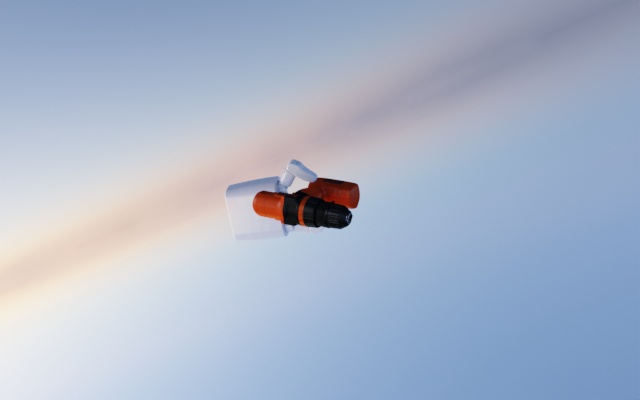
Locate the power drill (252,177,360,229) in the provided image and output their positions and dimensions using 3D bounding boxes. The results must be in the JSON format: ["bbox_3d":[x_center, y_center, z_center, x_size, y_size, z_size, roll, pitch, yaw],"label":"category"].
[{"bbox_3d":[0.000,0.003,0.855,0.184,0.057,0.187,11,14,27],"label":"power drill"}]
